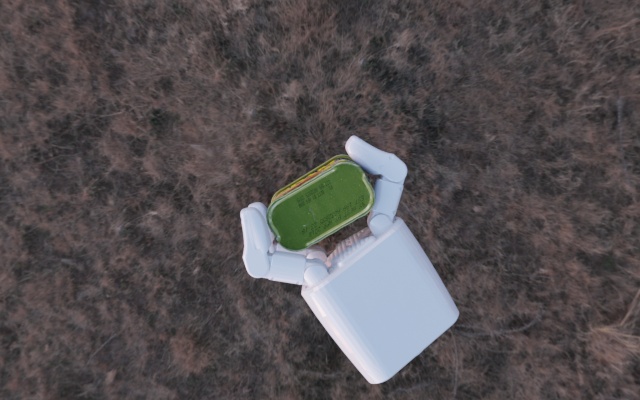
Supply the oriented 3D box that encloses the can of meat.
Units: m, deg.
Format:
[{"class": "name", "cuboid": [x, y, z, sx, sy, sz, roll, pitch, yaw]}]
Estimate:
[{"class": "can of meat", "cuboid": [0.000, 0.001, 0.452, 0.102, 0.057, 0.084, -31, 6, 4]}]
